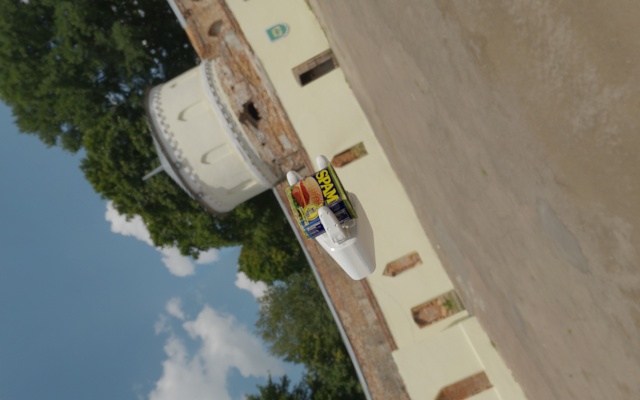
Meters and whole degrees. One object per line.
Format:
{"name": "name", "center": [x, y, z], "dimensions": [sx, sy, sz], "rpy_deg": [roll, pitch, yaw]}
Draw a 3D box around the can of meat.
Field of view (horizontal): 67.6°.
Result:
{"name": "can of meat", "center": [0.000, 0.003, 0.751], "dimensions": [0.084, 0.102, 0.057], "rpy_deg": [-28, -42, 6]}
